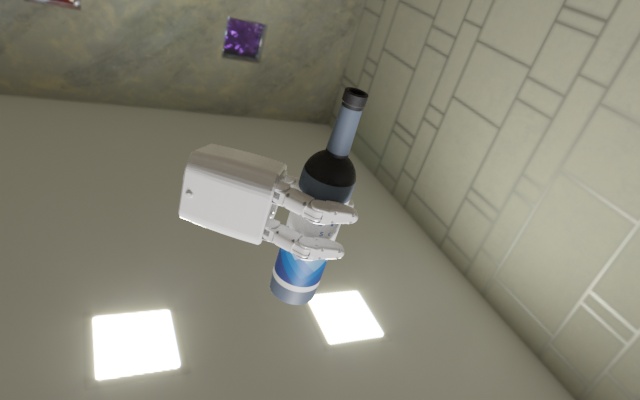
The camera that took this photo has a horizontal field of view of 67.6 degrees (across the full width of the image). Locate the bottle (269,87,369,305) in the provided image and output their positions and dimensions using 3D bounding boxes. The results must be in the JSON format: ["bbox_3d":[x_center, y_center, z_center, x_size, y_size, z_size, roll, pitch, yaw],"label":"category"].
[{"bbox_3d":[0.000,0.002,0.597,0.069,0.296,0.069,14,30,-8],"label":"bottle"}]
